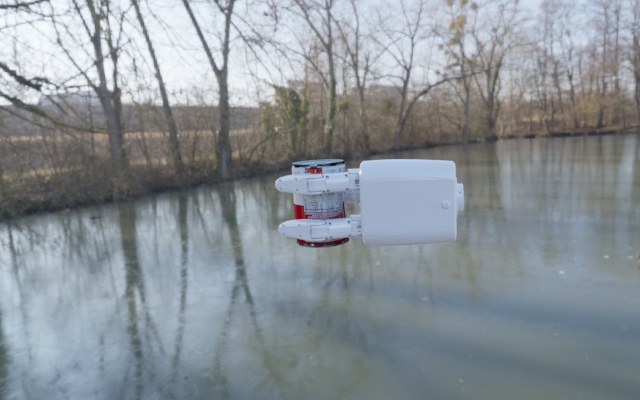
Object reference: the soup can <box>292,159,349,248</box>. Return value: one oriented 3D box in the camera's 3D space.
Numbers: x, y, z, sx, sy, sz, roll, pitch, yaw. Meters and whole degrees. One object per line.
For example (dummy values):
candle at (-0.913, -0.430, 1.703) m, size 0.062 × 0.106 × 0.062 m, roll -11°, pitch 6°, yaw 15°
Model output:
soup can at (0.000, 0.002, 0.600) m, size 0.068 × 0.102 × 0.068 m, roll -3°, pitch 9°, yaw 1°
